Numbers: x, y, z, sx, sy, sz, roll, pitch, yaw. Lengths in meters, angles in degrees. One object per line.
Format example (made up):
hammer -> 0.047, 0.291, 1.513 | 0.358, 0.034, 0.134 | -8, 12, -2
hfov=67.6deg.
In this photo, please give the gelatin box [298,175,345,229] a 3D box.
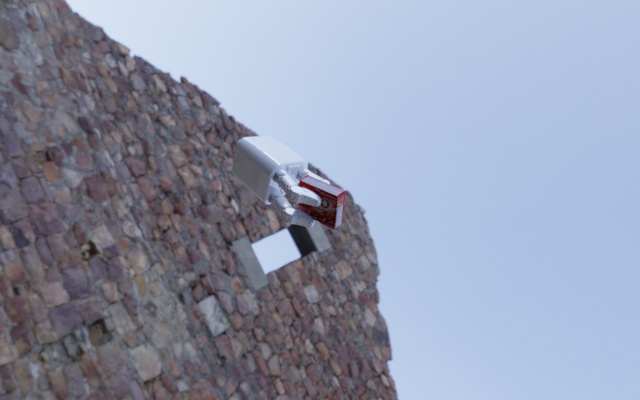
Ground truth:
gelatin box -> 0.001, 0.003, 0.882 | 0.089, 0.073, 0.030 | 24, 37, 28
